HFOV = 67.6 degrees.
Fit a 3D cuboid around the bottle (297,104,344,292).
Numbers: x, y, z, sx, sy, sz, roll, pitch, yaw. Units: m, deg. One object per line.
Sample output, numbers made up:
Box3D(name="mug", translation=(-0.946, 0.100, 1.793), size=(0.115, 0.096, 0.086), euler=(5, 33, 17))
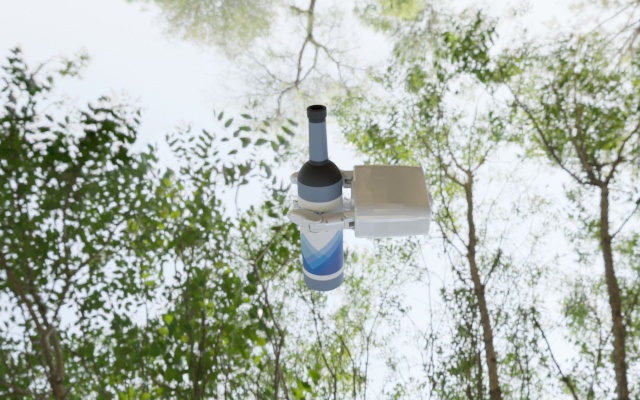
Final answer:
Box3D(name="bottle", translation=(0.000, 0.003, 0.712), size=(0.069, 0.296, 0.069), euler=(-2, 31, 1))
